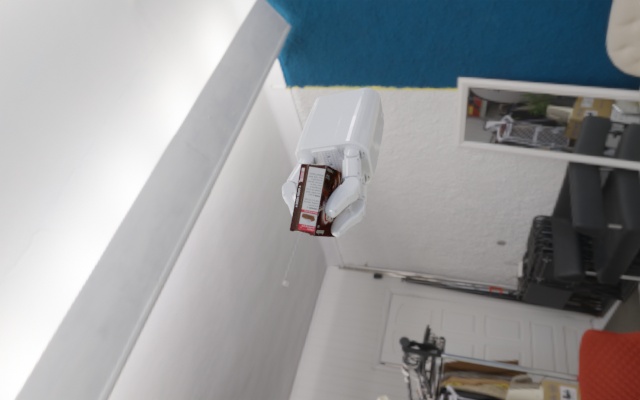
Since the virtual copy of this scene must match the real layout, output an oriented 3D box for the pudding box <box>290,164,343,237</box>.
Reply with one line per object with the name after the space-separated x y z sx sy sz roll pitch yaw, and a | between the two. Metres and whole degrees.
0.000 0.002 0.636 0.039 0.090 0.113 9 -2 19 | pudding box
